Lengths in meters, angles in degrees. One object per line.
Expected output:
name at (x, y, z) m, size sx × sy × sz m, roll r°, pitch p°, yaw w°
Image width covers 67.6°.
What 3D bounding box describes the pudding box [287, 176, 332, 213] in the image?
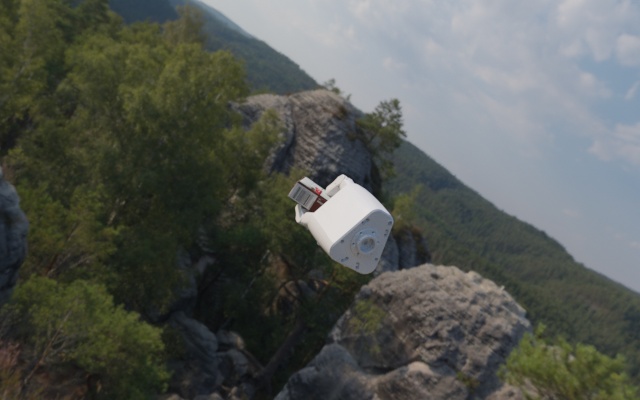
pudding box at (0.000, 0.003, 0.889) m, size 0.113 × 0.039 × 0.090 m, roll 35°, pitch 9°, yaw 0°
